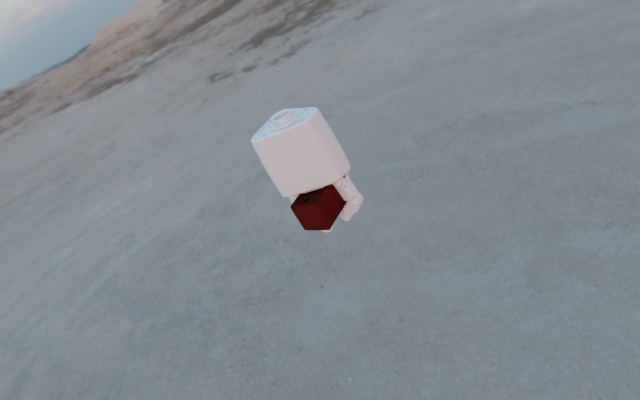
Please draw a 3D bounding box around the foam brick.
[{"bbox_3d":[0.000,0.003,0.745,0.053,0.051,0.078,-6,37,38],"label":"foam brick"}]
